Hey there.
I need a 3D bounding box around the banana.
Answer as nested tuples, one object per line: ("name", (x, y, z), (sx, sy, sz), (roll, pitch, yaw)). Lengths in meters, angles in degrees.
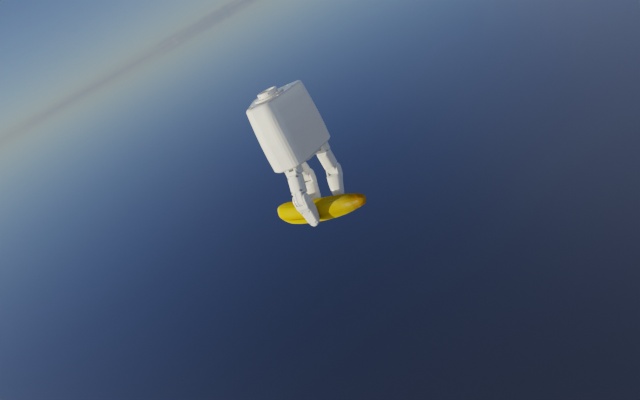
("banana", (-0.014, 0.012, 0.801), (0.198, 0.037, 0.069), (-5, 25, 48))
